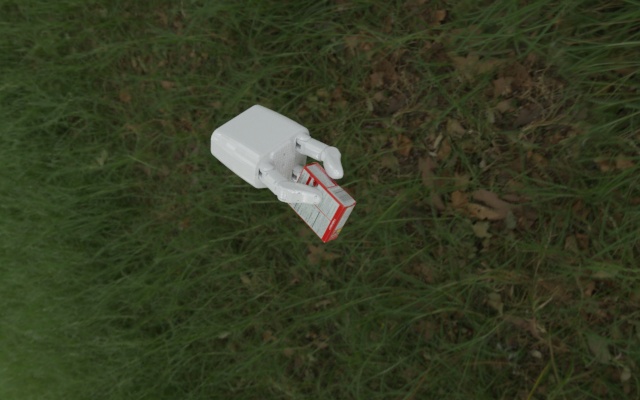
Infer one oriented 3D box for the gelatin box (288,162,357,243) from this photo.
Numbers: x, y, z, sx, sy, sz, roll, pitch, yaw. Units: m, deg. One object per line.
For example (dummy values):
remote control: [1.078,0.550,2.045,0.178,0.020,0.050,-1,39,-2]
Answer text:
gelatin box: [0.000,0.003,0.671,0.030,0.073,0.089,-20,57,-44]
